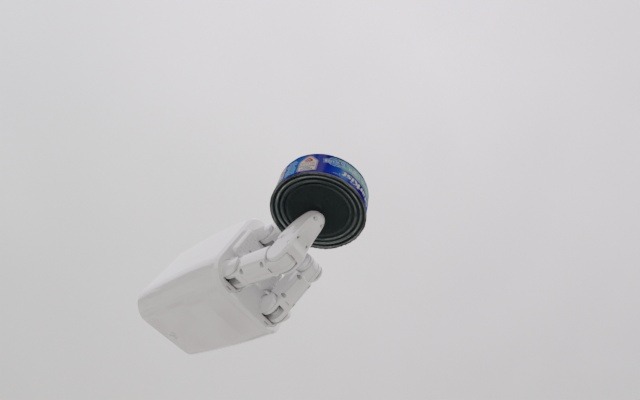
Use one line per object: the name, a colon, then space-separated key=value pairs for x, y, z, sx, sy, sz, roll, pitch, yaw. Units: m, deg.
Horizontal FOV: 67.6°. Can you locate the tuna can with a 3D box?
tuna can: x=0.000 y=0.001 z=0.427 sx=0.086 sy=0.086 sz=0.033 roll=0 pitch=38 yaw=12
